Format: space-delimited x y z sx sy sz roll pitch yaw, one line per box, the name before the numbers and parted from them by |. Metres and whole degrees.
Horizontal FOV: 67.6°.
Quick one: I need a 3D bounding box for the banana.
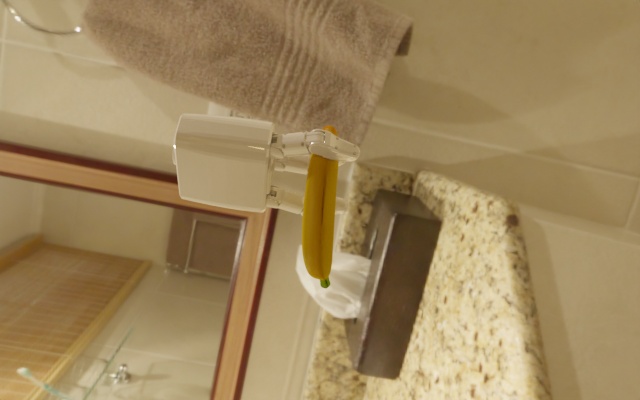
banana | 0.000 0.004 0.553 0.037 0.198 0.069 4 -4 1
